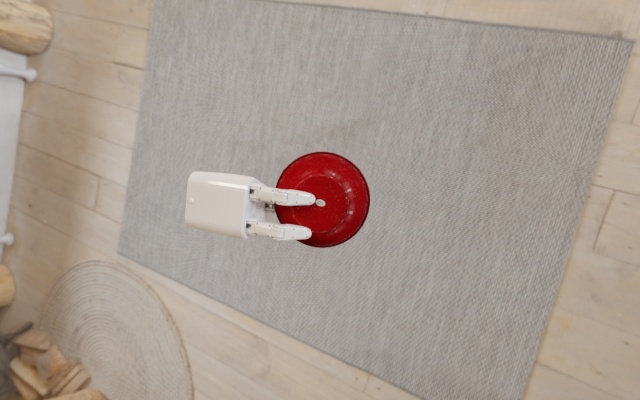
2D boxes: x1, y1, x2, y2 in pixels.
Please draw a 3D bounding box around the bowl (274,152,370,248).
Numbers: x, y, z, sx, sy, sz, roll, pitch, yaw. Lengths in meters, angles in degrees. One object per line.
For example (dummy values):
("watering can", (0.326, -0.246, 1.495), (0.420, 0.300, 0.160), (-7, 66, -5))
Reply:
("bowl", (0.001, 0.002, 0.769), (0.162, 0.162, 0.055), (0, 7, 4))
